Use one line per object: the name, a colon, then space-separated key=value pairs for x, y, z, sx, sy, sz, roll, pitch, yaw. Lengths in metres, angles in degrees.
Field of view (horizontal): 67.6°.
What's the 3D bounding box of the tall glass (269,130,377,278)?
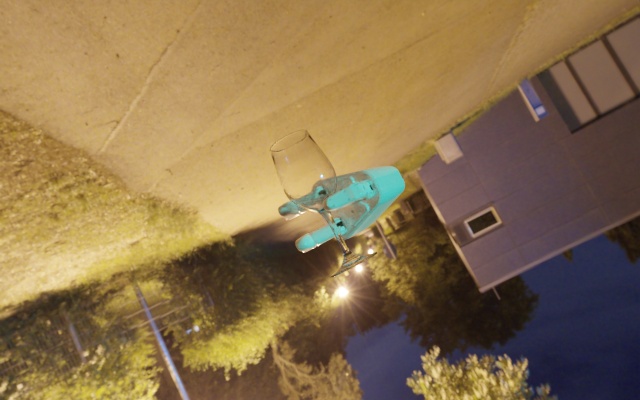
tall glass: x=0.000 y=0.003 z=0.671 sx=0.079 sy=0.201 sz=0.079 roll=-28 pitch=-6 yaw=-3
